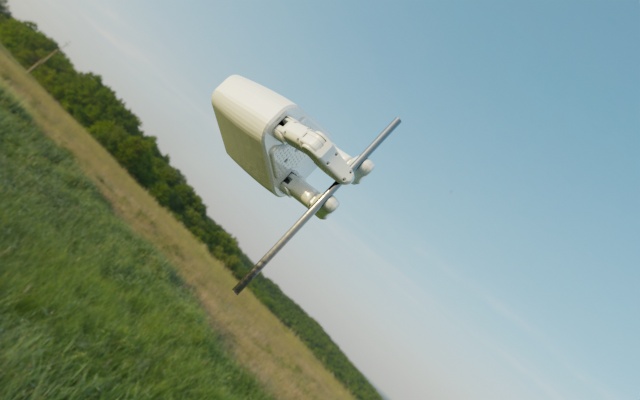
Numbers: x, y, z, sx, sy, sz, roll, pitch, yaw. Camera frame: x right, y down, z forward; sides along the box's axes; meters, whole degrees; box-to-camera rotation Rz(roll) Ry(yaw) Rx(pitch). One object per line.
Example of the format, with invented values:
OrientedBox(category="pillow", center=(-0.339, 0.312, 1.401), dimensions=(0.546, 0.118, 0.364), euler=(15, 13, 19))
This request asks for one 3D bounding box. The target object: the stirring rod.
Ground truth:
OrientedBox(category="stirring rod", center=(0.000, 0.002, 0.474), dimensions=(0.011, 0.239, 0.011), euler=(42, -11, 10))
